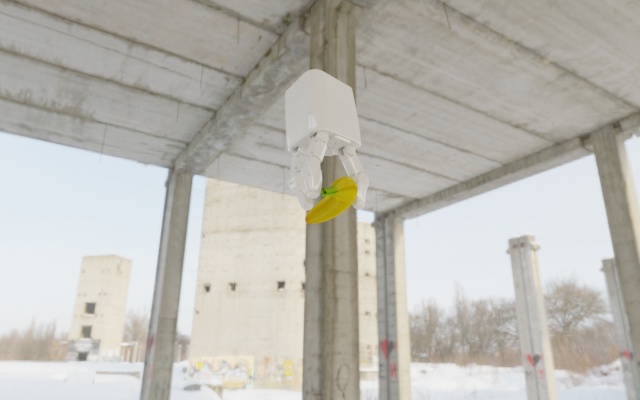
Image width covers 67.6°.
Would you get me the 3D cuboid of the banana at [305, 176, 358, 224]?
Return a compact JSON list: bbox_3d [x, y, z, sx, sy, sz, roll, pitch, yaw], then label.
[{"bbox_3d":[0.019,-0.001,0.747,0.069,0.037,0.198,-9,-14,-11],"label":"banana"}]
